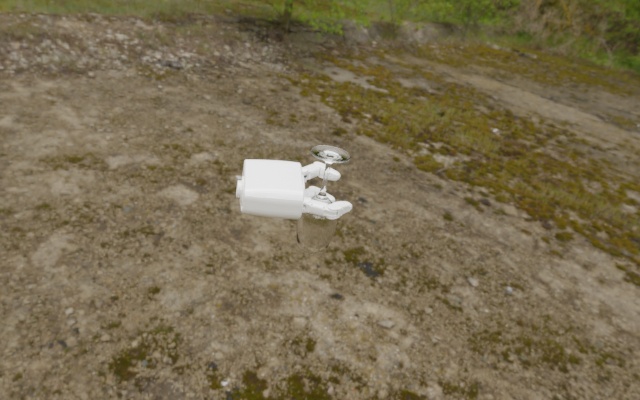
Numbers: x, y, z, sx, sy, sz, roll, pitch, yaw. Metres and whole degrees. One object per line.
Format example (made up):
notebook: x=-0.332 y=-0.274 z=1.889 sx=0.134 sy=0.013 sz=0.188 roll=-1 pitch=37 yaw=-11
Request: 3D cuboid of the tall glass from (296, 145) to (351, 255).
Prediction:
tall glass: x=0.000 y=0.002 z=0.899 sx=0.079 sy=0.201 sz=0.079 roll=9 pitch=27 yaw=-4
